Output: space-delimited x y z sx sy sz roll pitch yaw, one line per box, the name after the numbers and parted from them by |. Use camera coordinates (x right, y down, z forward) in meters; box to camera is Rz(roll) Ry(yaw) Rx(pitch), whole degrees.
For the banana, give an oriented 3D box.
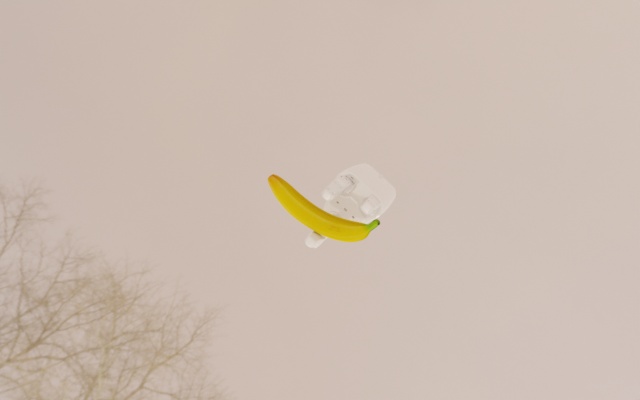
-0.001 0.020 0.753 0.198 0.070 0.037 23 29 18 | banana
